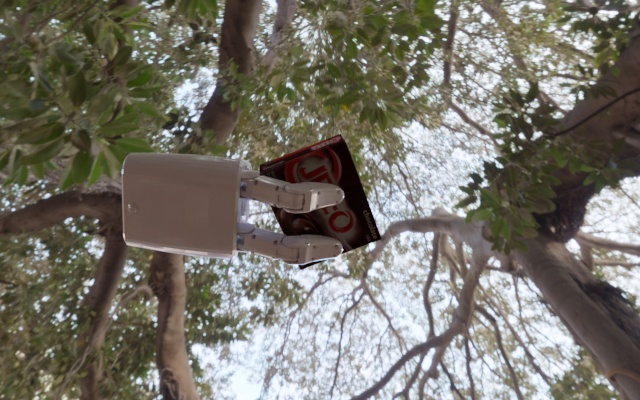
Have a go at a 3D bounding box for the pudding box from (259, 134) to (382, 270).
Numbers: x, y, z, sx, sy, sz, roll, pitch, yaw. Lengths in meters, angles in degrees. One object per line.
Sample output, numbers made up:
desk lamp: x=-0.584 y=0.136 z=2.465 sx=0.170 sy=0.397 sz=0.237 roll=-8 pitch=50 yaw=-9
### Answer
pudding box: x=0.000 y=0.002 z=0.477 sx=0.090 sy=0.113 sz=0.039 roll=-21 pitch=21 yaw=4
